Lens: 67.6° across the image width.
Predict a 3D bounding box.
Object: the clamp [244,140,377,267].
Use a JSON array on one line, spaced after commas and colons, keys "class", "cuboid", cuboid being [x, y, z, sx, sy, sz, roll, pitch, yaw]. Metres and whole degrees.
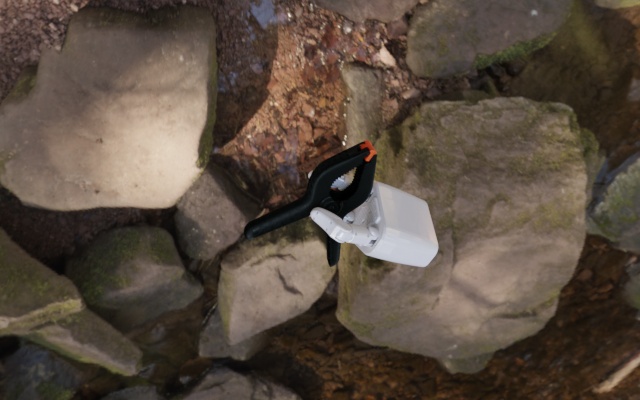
[{"class": "clamp", "cuboid": [0.001, 0.002, 0.666, 0.164, 0.210, 0.036, 15, 31, -29]}]
